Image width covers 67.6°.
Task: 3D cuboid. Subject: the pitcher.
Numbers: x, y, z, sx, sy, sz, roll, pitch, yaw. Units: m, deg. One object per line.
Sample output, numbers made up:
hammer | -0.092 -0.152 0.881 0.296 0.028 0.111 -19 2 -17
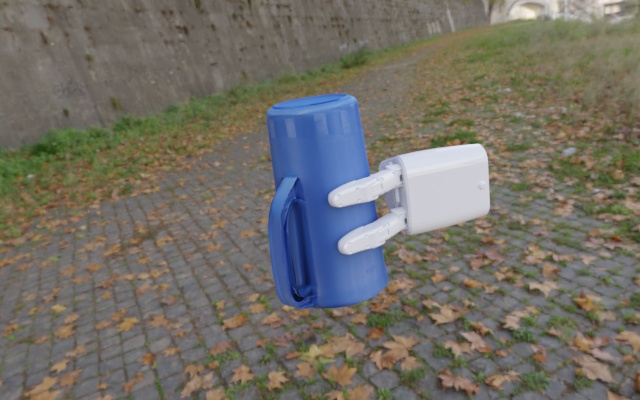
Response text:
pitcher | 0.000 0.002 0.580 0.145 0.243 0.149 -11 17 -6
